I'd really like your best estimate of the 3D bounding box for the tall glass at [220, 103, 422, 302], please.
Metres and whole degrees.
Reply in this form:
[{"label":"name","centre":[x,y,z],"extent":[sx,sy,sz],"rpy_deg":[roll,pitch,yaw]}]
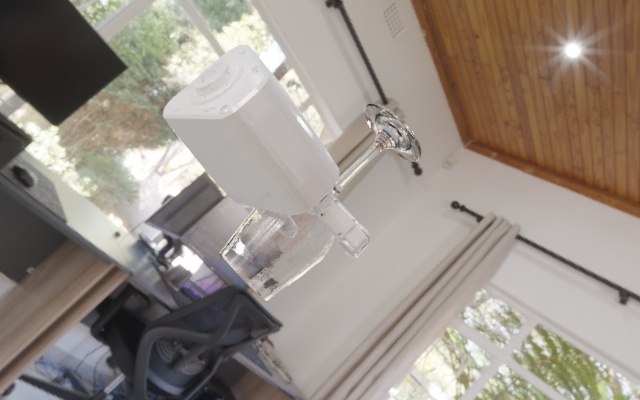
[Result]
[{"label":"tall glass","centre":[0.001,0.001,0.449],"extent":[0.201,0.079,0.079],"rpy_deg":[-44,9,-10]}]
